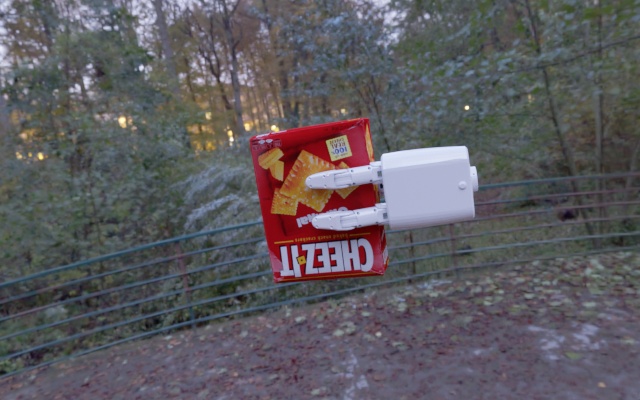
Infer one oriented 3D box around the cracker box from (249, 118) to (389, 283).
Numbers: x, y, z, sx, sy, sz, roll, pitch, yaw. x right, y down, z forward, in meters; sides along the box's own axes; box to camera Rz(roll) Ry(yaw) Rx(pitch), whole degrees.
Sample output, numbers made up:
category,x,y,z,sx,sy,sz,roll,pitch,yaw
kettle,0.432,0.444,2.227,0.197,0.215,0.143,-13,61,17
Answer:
category,x,y,z,sx,sy,sz,roll,pitch,yaw
cracker box,0.000,0.002,0.673,0.164,0.214,0.072,-7,8,15
